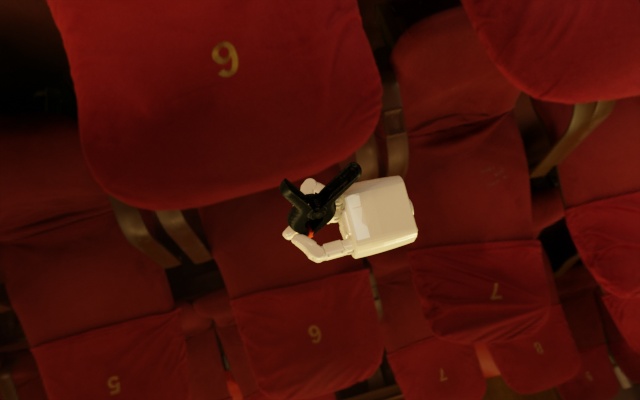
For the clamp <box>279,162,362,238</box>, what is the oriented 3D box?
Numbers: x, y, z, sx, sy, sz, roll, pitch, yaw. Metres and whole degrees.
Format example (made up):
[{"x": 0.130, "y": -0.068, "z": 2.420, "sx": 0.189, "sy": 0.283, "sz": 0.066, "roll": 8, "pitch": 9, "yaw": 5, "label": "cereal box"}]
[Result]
[{"x": 0.000, "y": 0.003, "z": 0.714, "sx": 0.120, "sy": 0.039, "sz": 0.171, "roll": -14, "pitch": -25, "yaw": -9, "label": "clamp"}]
